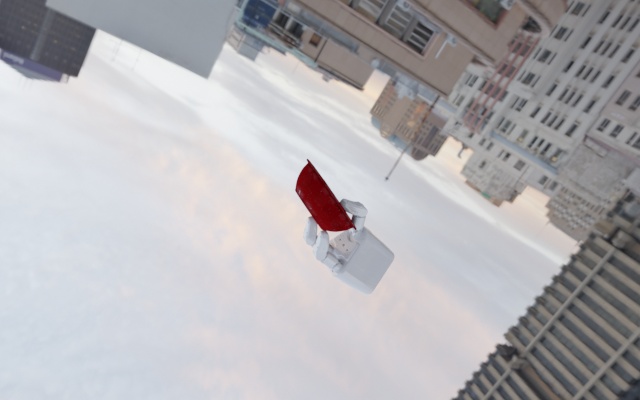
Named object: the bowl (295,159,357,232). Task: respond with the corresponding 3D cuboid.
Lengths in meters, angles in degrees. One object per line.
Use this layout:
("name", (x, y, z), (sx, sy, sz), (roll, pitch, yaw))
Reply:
("bowl", (-0.001, 0.002, 0.889), (0.055, 0.162, 0.162), (-34, 0, 0))
